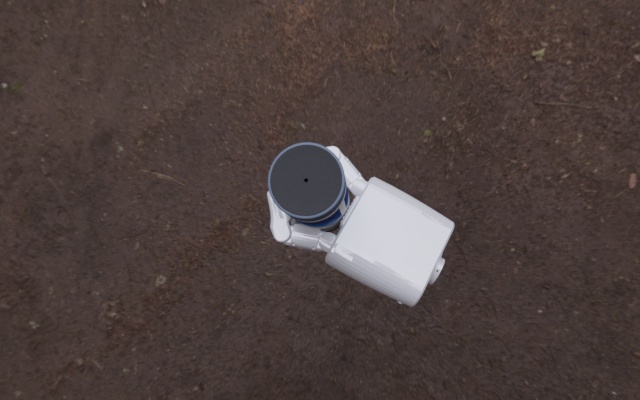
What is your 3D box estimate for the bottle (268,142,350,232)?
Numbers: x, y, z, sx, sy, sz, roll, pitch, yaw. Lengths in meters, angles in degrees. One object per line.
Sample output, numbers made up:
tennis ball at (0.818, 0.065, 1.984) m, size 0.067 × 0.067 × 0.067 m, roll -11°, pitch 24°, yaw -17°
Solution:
bottle at (0.000, 0.002, 0.550) m, size 0.069 × 0.069 × 0.296 m, roll 0°, pitch -7°, yaw 5°
